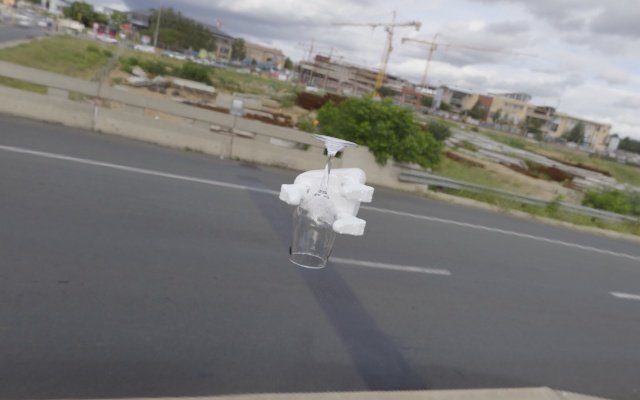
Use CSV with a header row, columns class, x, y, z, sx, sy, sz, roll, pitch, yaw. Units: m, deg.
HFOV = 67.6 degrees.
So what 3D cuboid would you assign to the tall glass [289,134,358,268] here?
class,x,y,z,sx,sy,sz,roll,pitch,yaw
tall glass,0.000,0.002,0.751,0.079,0.201,0.079,12,12,-3
